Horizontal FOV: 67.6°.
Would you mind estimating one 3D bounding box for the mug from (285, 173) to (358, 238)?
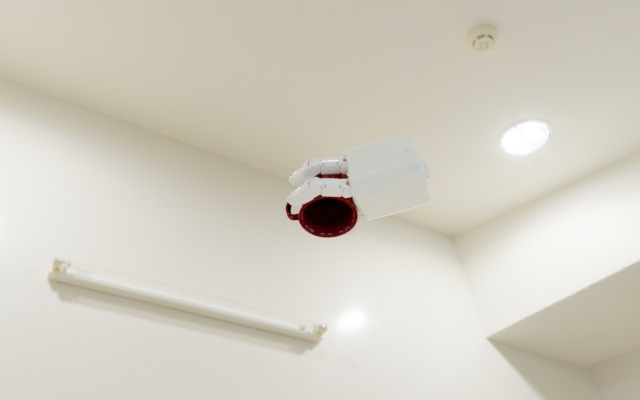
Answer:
[{"bbox_3d":[-0.001,0.003,0.773,0.117,0.093,0.081,-14,42,12],"label":"mug"}]
